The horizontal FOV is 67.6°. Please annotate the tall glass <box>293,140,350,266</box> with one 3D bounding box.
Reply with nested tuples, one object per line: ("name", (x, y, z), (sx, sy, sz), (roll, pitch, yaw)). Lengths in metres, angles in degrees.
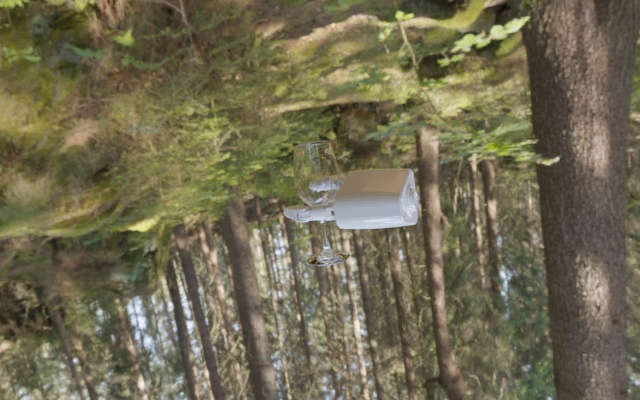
("tall glass", (0.000, 0.003, 0.800), (0.079, 0.201, 0.079), (-8, 11, 2))
